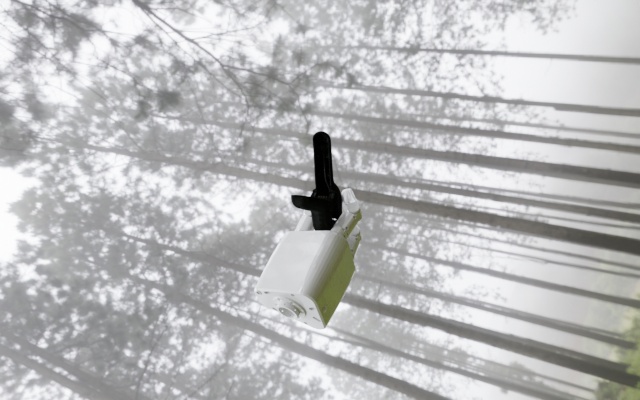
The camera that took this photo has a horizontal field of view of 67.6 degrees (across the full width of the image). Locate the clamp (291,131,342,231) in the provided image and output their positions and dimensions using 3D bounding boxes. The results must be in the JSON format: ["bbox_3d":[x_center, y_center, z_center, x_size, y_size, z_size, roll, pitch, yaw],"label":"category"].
[{"bbox_3d":[0.000,0.002,0.674,0.039,0.120,0.172,10,-40,25],"label":"clamp"}]
